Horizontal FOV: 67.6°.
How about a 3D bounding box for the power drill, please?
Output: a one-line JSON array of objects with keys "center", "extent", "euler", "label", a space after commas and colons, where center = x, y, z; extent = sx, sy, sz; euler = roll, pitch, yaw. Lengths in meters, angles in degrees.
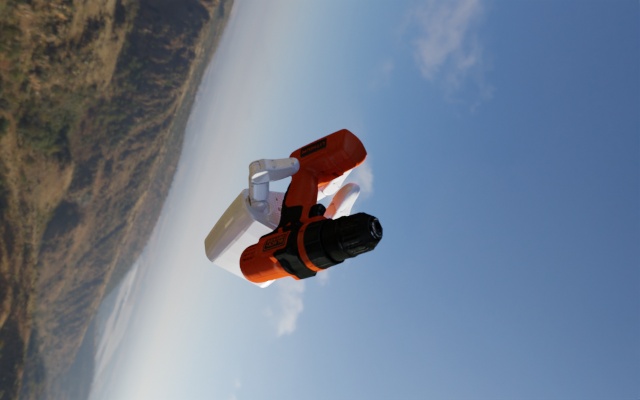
[{"center": [0.000, 0.002, 0.549], "extent": [0.184, 0.187, 0.057], "euler": [-19, -53, 35], "label": "power drill"}]
